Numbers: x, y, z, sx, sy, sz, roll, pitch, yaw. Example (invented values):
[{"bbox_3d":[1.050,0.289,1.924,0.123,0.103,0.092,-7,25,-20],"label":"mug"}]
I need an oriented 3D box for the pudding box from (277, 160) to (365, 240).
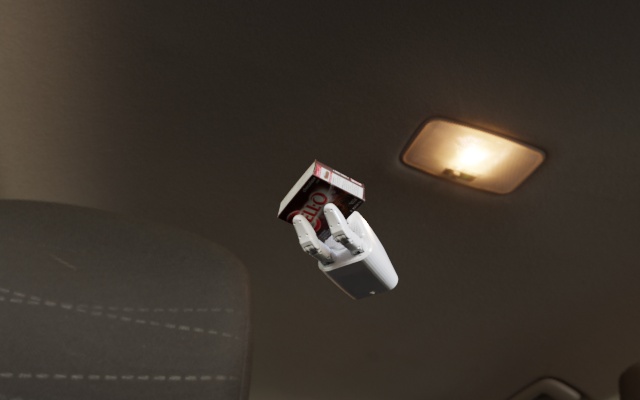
[{"bbox_3d":[0.000,0.002,0.722,0.090,0.039,0.113,25,-50,-18],"label":"pudding box"}]
